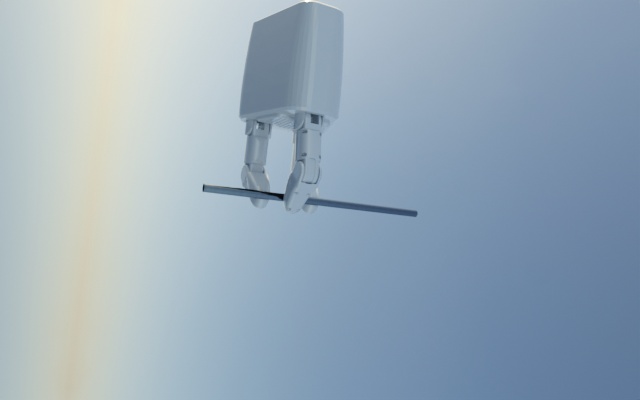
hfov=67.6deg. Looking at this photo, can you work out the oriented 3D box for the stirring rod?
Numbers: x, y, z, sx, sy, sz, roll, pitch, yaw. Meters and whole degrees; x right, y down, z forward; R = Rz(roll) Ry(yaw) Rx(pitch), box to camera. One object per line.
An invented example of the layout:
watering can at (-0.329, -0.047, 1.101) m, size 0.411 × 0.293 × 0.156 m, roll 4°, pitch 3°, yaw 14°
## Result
stirring rod at (0.000, 0.002, 0.491) m, size 0.239 × 0.011 × 0.011 m, roll 7°, pitch -3°, yaw -25°
